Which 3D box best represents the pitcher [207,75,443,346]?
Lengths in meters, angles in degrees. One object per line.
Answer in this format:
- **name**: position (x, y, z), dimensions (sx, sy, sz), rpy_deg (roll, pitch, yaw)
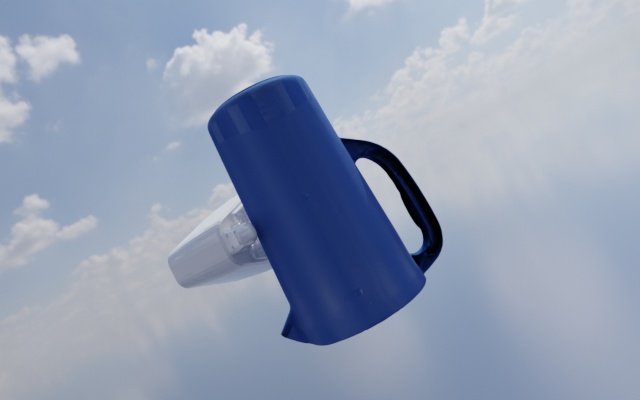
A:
- **pitcher**: position (0.000, 0.002, 0.471), dimensions (0.145, 0.243, 0.149), rpy_deg (-28, 0, 38)
